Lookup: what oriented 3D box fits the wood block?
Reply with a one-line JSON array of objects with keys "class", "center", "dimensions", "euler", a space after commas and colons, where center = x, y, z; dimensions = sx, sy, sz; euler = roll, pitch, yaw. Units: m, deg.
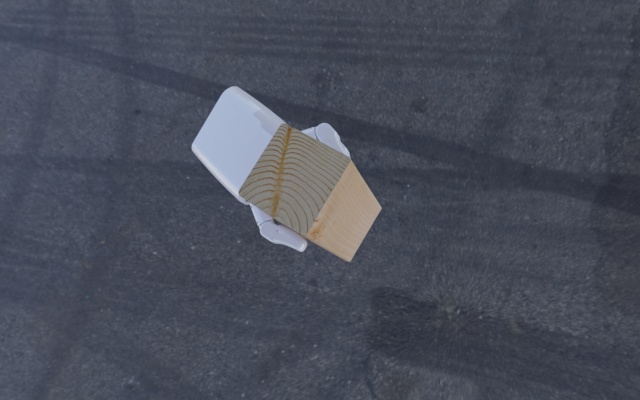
[{"class": "wood block", "center": [0.000, 0.002, 0.569], "dimensions": [0.090, 0.091, 0.206], "euler": [30, -4, 21]}]
